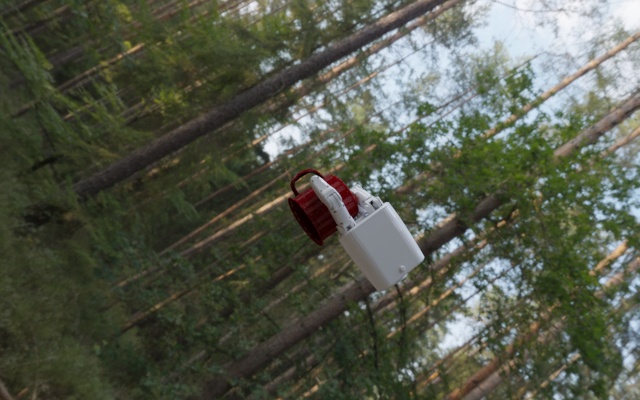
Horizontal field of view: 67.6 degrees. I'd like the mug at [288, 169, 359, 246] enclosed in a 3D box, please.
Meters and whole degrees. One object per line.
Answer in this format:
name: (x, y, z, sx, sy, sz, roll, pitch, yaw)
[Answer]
mug: (-0.001, 0.001, 0.768, 0.081, 0.117, 0.093, -35, 0, -15)
